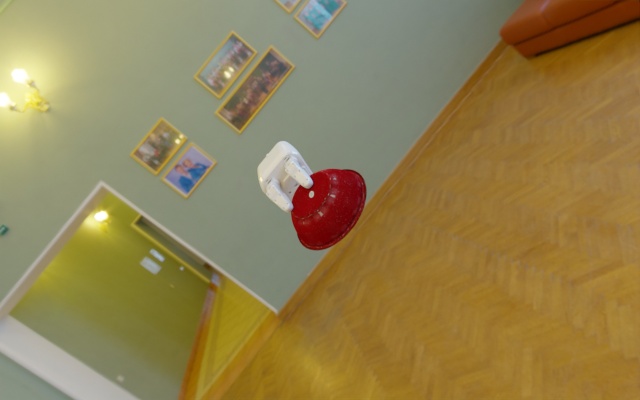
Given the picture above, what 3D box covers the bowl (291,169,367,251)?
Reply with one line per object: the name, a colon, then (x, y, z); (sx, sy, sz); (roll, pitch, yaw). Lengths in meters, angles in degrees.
bowl: (0.001, 0.003, 0.825); (0.162, 0.162, 0.055); (0, -28, 48)
